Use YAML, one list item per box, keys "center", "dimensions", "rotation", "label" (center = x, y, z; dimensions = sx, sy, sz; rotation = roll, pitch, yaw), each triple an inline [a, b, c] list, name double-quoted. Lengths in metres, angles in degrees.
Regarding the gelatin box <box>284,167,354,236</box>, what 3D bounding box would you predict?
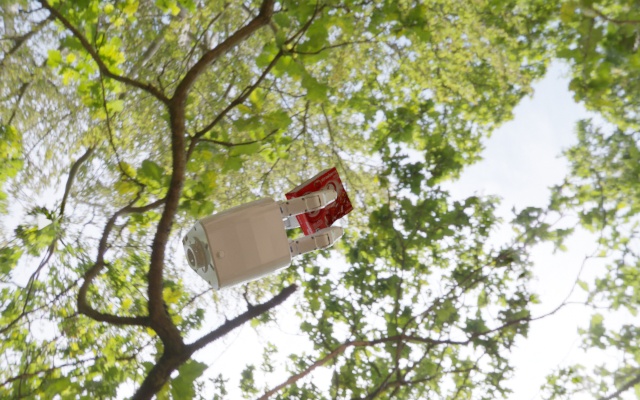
- center: [0.000, 0.002, 0.703]
  dimensions: [0.089, 0.073, 0.030]
  rotation: [-34, 16, -36]
  label: "gelatin box"
